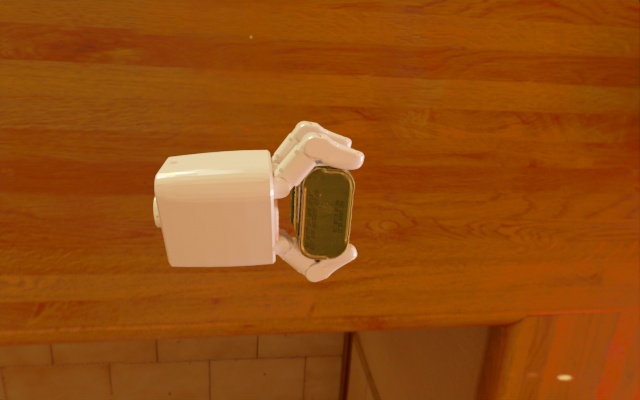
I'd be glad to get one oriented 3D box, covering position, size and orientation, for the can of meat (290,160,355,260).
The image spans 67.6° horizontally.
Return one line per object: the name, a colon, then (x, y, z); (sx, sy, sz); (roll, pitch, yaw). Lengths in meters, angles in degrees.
can of meat: (0.000, 0.002, 0.503); (0.057, 0.102, 0.084); (1, 19, -8)
